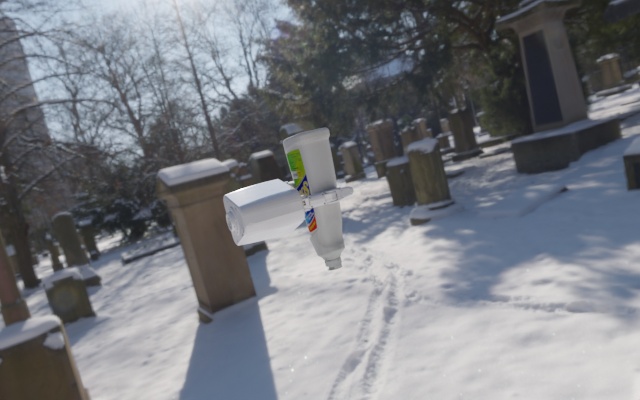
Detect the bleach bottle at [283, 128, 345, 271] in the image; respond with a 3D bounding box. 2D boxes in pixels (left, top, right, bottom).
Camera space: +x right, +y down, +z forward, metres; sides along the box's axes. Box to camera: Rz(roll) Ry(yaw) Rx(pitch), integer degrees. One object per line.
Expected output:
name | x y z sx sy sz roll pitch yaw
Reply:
bleach bottle | 0.000 0.003 0.860 0.068 0.251 0.102 -16 5 -24
